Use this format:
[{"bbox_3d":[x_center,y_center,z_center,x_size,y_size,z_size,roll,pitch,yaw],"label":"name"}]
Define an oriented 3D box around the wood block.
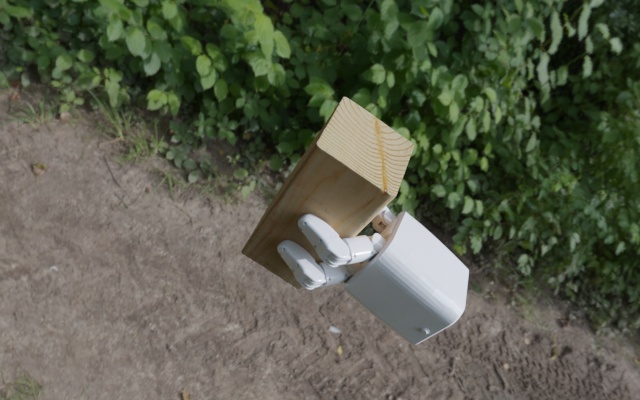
[{"bbox_3d":[0.001,0.002,0.529,0.090,0.090,0.206,33,-44,-6],"label":"wood block"}]
